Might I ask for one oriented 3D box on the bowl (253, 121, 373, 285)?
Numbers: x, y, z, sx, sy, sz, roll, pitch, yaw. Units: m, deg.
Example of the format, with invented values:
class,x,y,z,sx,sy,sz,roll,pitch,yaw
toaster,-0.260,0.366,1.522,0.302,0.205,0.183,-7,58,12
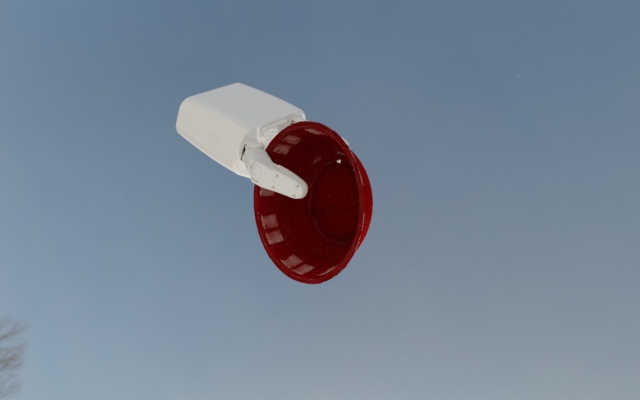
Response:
class,x,y,z,sx,sy,sz,roll,pitch,yaw
bowl,0.001,0.003,0.491,0.055,0.162,0.162,-3,2,-44
